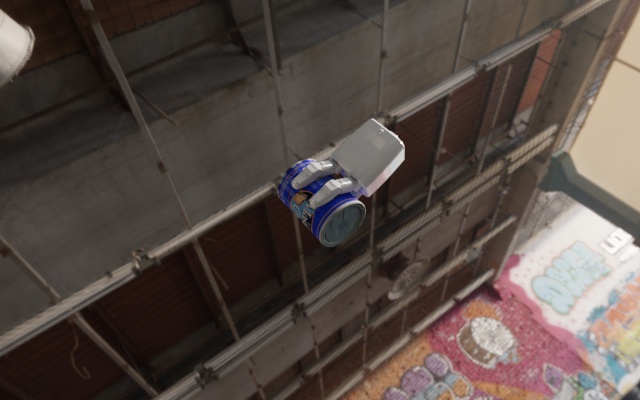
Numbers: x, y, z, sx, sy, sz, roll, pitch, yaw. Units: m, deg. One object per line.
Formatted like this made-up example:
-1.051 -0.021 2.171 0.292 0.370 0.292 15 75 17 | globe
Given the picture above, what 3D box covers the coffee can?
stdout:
0.000 0.003 0.890 0.103 0.103 0.140 0 37 -49 | coffee can
